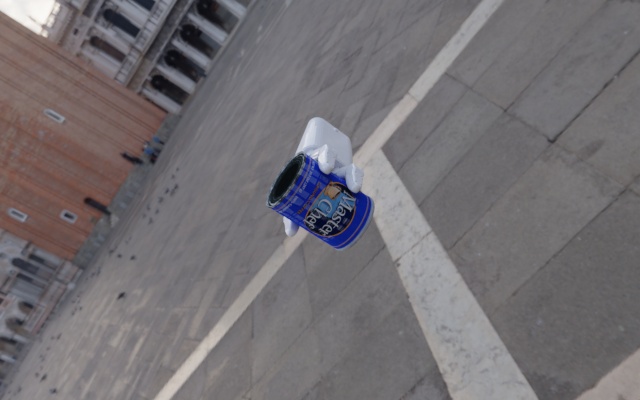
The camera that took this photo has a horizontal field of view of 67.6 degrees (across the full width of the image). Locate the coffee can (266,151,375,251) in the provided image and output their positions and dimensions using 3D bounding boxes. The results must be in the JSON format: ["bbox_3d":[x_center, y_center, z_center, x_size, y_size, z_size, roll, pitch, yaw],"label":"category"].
[{"bbox_3d":[0.000,0.003,0.758,0.140,0.103,0.103,33,-13,-20],"label":"coffee can"}]
